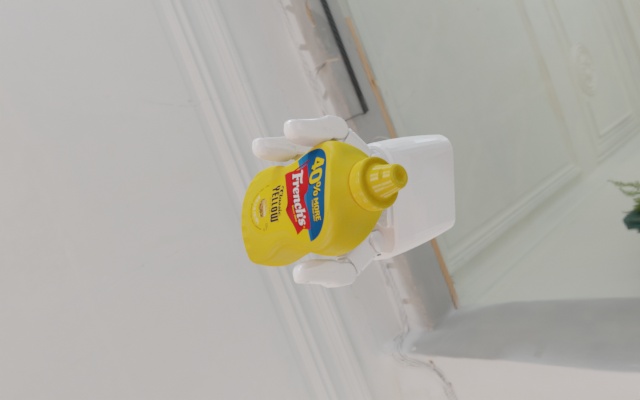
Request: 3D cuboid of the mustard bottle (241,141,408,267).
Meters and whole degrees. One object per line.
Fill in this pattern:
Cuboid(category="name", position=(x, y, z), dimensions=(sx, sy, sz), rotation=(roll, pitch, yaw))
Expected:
Cuboid(category="mustard bottle", position=(0.000, 0.001, 0.414), dimensions=(0.058, 0.096, 0.191), rotation=(15, -20, -35))
